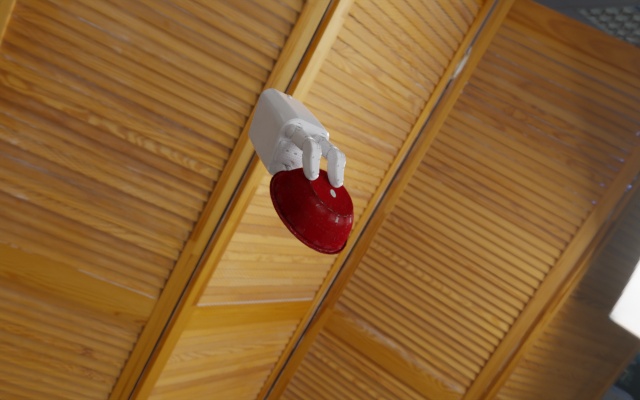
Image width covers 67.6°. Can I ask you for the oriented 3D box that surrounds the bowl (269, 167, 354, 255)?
[{"bbox_3d":[0.001,0.003,0.742,0.055,0.162,0.162,-41,-22,29],"label":"bowl"}]
